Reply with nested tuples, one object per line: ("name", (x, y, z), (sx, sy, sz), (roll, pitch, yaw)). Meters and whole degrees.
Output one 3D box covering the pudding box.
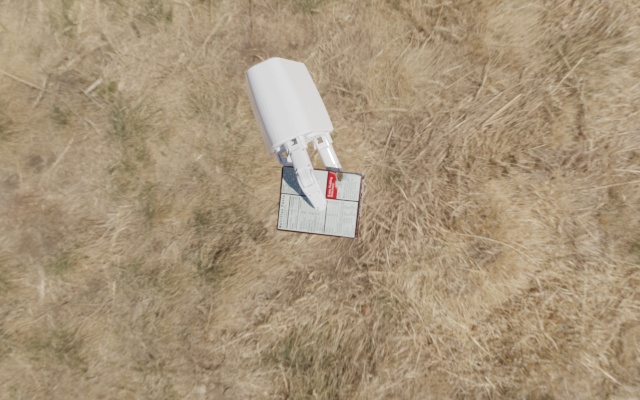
("pudding box", (0.000, 0.002, 0.649), (0.113, 0.090, 0.039), (7, 4, 8))
